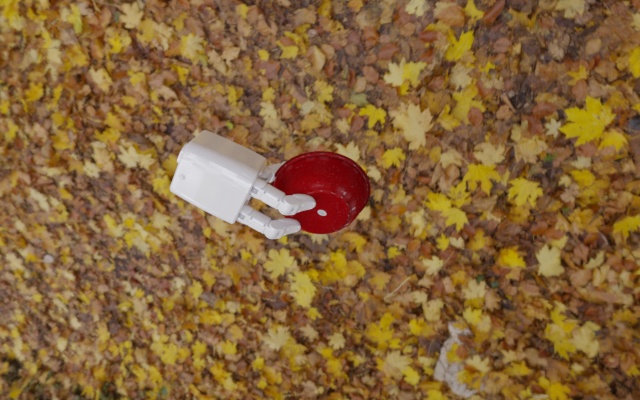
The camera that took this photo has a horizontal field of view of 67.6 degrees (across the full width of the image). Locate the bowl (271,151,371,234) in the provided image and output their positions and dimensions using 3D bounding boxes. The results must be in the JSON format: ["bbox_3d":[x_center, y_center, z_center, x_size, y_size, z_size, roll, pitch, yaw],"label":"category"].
[{"bbox_3d":[0.001,0.003,0.752,0.162,0.162,0.055,0,42,0],"label":"bowl"}]
